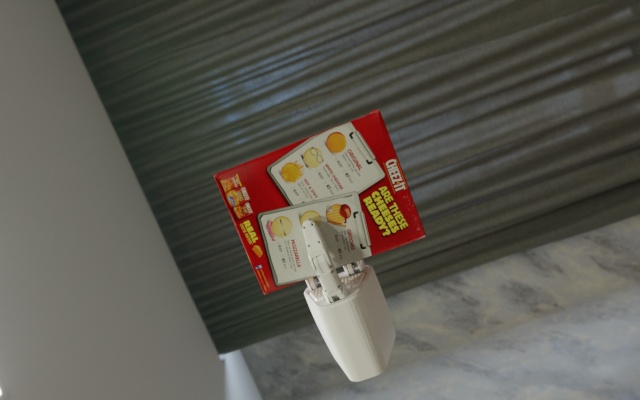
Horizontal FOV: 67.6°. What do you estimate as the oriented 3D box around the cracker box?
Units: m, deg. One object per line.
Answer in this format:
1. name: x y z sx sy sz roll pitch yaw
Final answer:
1. cracker box: 0.000 0.002 0.601 0.214 0.164 0.072 -21 8 5
